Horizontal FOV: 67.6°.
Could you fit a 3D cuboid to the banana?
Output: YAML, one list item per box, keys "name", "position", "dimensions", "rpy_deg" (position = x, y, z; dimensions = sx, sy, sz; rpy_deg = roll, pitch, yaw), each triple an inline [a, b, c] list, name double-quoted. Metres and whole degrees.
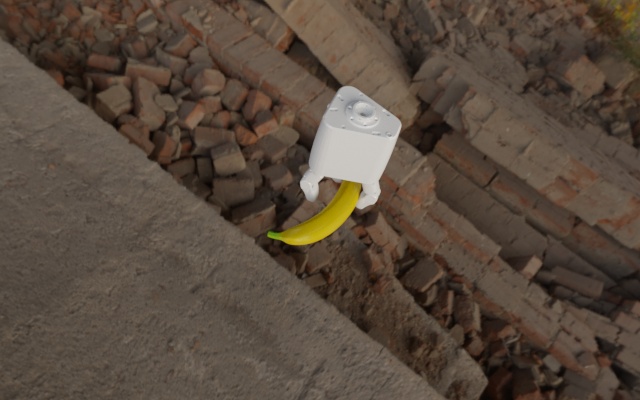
- name: "banana"
  position: [0.010, 0.017, 0.775]
  dimensions: [0.197, 0.069, 0.037]
  rpy_deg: [-36, -21, -26]
